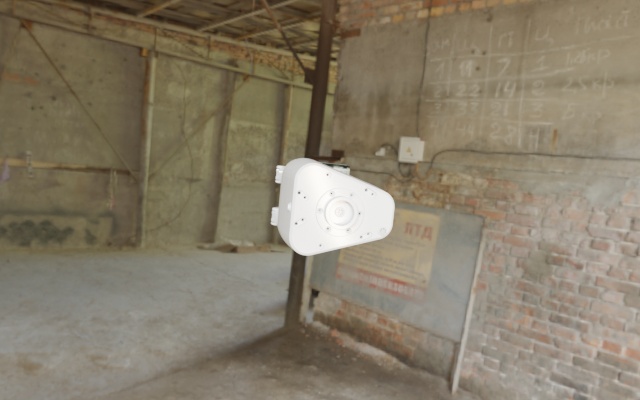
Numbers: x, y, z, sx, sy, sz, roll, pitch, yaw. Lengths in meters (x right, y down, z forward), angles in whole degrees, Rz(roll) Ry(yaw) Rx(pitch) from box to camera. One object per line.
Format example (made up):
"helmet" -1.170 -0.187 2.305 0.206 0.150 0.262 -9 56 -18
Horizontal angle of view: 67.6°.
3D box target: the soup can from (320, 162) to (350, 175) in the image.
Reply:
"soup can" 0.000 0.002 0.619 0.068 0.102 0.068 6 4 0
